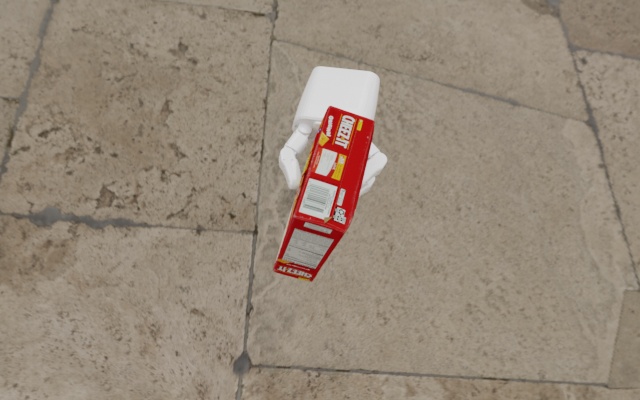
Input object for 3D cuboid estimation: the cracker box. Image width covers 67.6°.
[{"bbox_3d":[0.000,0.002,0.655,0.072,0.164,0.214,18,-27,-3],"label":"cracker box"}]
